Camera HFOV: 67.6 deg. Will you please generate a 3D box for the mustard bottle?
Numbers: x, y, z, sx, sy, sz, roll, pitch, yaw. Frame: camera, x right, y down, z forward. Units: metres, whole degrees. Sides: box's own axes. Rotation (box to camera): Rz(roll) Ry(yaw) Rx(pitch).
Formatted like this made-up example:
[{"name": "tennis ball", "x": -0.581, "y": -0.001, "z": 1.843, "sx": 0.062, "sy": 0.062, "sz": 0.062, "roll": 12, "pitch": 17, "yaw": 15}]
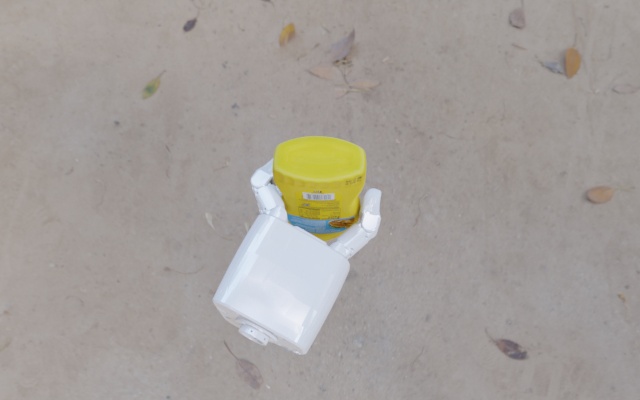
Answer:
[{"name": "mustard bottle", "x": 0.000, "y": 0.001, "z": 0.562, "sx": 0.096, "sy": 0.058, "sz": 0.192, "roll": 1, "pitch": -28, "yaw": 1}]
